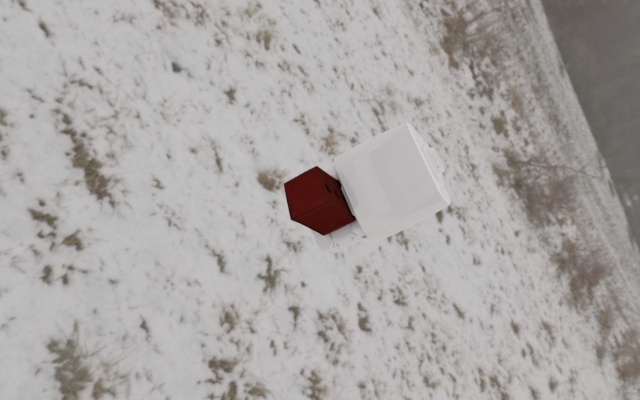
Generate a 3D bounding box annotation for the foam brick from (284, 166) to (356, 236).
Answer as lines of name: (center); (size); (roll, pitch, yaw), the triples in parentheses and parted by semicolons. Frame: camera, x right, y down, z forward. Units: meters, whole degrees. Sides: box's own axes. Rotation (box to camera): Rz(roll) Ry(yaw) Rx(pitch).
foam brick: (0.000, 0.002, 0.584); (0.051, 0.053, 0.078); (-27, -29, 21)
